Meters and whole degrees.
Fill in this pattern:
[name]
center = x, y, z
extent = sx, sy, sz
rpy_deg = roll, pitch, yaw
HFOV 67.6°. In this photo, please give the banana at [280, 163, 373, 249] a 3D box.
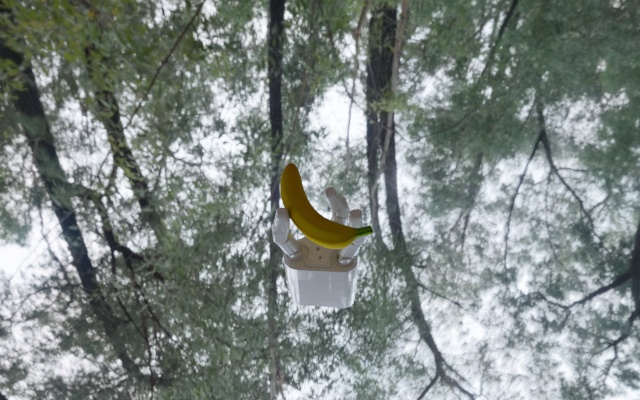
[banana]
center = -0.013, 0.013, 0.685
extent = 0.069, 0.037, 0.197
rpy_deg = -32, 49, -21
